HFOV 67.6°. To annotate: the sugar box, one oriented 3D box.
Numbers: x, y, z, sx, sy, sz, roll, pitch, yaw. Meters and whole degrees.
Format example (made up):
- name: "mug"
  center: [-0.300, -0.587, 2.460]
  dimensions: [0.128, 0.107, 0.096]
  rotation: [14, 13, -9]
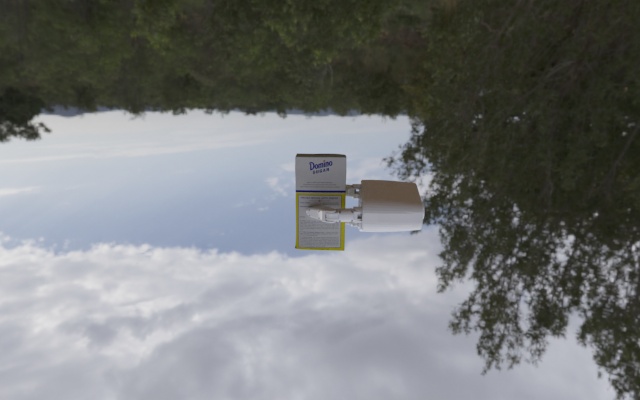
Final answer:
- name: "sugar box"
  center: [0.000, 0.003, 0.876]
  dimensions: [0.093, 0.176, 0.048]
  rotation: [1, 12, 0]
